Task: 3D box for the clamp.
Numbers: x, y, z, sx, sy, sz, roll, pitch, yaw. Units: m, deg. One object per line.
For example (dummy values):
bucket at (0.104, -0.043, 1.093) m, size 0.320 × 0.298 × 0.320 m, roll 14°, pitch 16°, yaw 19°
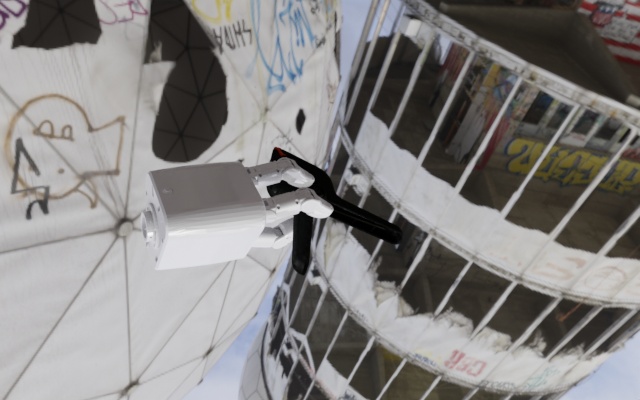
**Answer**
clamp at (-0.001, 0.002, 0.623) m, size 0.164 × 0.036 × 0.210 m, roll -6°, pitch 45°, yaw -32°
